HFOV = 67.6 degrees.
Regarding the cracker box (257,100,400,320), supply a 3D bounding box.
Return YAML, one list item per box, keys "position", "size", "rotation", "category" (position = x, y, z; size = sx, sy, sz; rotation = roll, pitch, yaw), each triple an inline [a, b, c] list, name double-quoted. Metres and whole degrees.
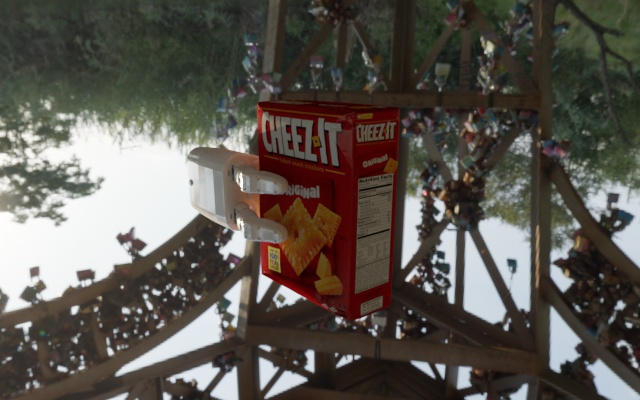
- position: [0.000, 0.002, 0.527]
  size: [0.072, 0.214, 0.164]
  rotation: [-13, 20, -39]
  category: "cracker box"
